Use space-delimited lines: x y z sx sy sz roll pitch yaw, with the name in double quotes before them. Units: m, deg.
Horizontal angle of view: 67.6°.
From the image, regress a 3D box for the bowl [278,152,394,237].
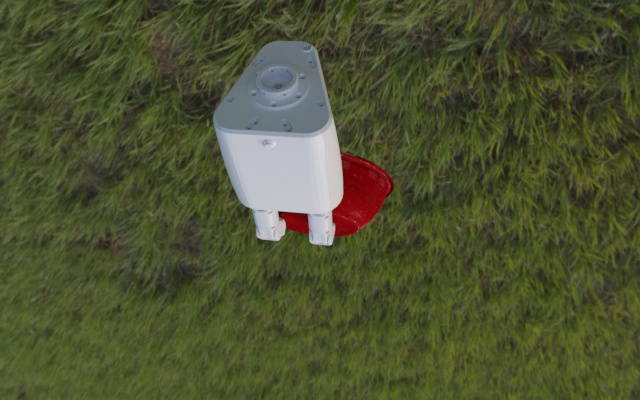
"bowl" 0.000 0.003 0.538 0.162 0.055 0.162 6 -20 2
